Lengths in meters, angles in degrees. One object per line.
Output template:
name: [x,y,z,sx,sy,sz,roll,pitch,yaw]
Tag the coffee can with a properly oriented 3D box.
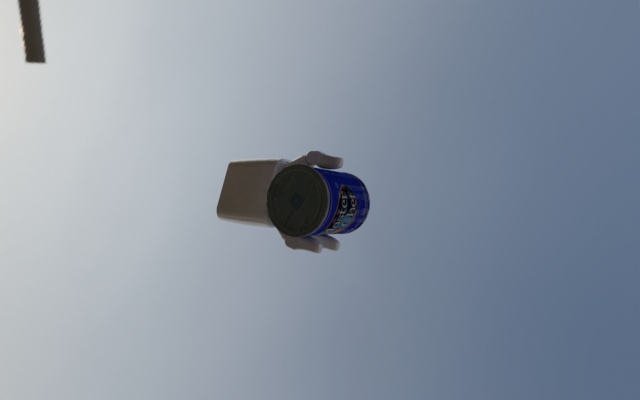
coffee can: [0.000,0.002,0.724,0.103,0.103,0.140,0,-2,30]
